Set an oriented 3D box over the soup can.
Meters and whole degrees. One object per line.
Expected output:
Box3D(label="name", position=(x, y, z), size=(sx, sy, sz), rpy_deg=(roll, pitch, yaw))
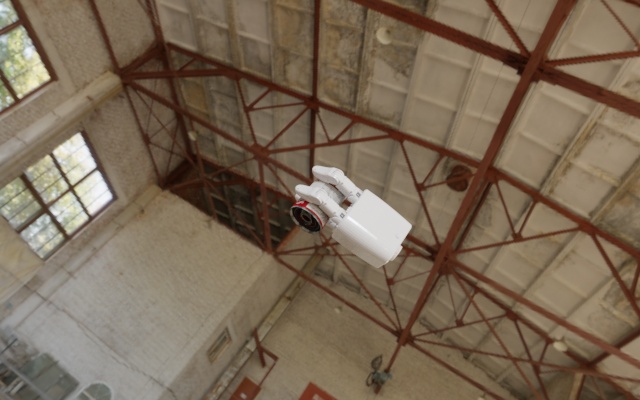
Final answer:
Box3D(label="soup can", position=(0.000, 0.002, 0.873), size=(0.068, 0.068, 0.102), rpy_deg=(0, 41, 47))
